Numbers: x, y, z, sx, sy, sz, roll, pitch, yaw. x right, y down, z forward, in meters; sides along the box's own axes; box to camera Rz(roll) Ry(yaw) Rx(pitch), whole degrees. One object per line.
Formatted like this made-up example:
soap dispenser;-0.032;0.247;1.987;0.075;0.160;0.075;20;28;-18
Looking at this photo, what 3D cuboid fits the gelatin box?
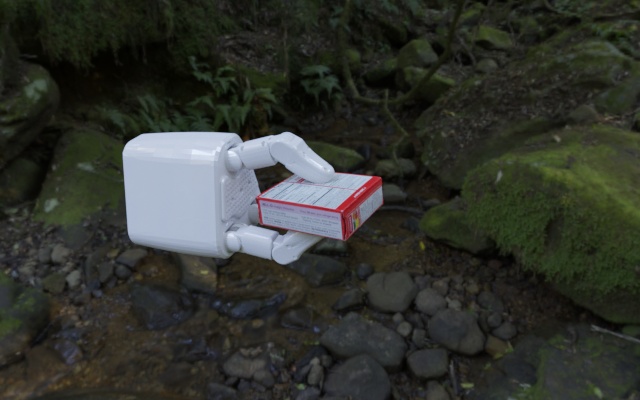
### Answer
gelatin box;0.000;0.001;0.418;0.089;0.030;0.073;8;27;31
